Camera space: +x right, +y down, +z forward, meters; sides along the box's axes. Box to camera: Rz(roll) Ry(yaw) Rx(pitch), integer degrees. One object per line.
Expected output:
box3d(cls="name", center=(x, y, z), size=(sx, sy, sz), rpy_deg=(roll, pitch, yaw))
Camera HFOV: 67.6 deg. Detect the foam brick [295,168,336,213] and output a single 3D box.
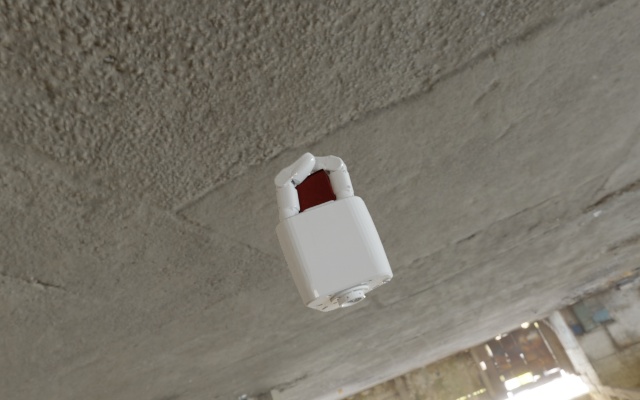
box3d(cls="foam brick", center=(0.000, 0.002, 0.640), size=(0.053, 0.051, 0.078), rpy_deg=(-26, -24, 10))
